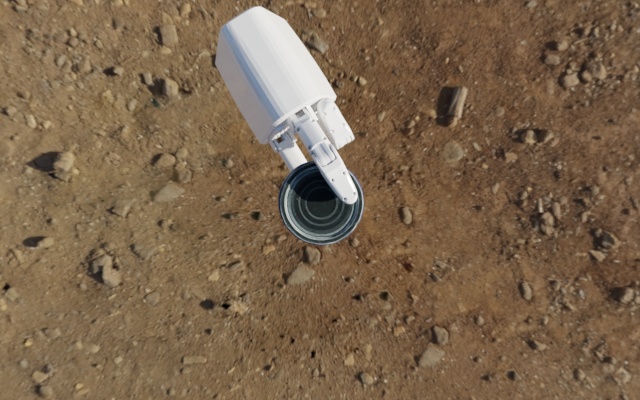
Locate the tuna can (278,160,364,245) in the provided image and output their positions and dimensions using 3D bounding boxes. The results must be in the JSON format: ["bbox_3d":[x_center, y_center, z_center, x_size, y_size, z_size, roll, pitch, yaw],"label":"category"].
[{"bbox_3d":[0.000,0.002,0.482,0.086,0.086,0.034,0,3,-5],"label":"tuna can"}]
